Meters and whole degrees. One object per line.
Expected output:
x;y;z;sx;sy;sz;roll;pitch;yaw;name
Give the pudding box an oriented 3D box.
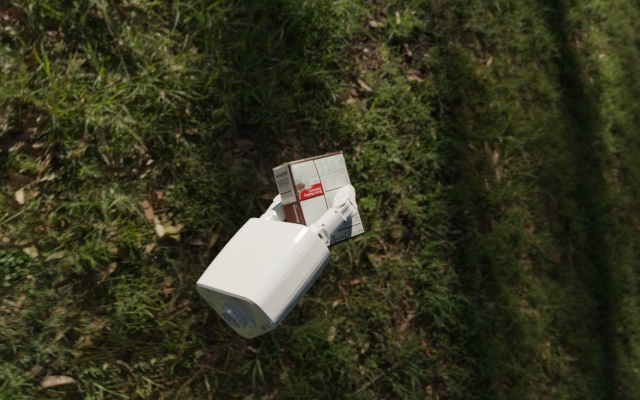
0.000;0.002;0.594;0.090;0.113;0.039;-16;3;-38;pudding box
